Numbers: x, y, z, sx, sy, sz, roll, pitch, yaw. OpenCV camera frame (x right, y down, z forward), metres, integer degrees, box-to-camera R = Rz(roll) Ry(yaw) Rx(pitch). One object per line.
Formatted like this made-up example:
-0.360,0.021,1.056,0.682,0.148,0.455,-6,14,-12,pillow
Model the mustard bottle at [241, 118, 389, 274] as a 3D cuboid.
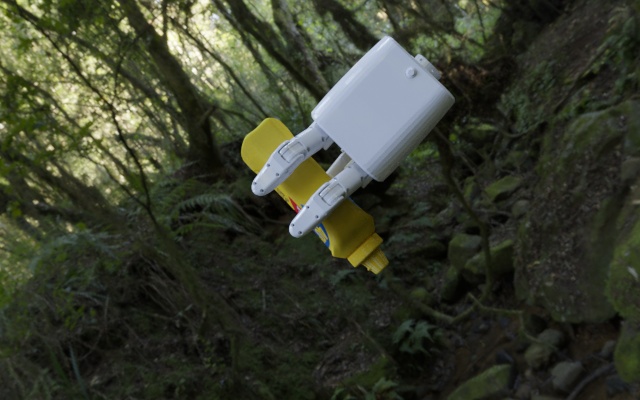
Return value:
0.000,0.002,0.507,0.058,0.191,0.096,-43,-7,-9,mustard bottle
